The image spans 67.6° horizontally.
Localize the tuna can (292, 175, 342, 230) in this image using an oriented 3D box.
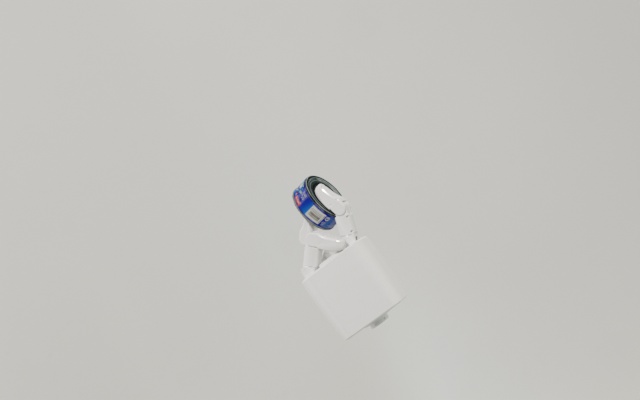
[{"bbox_3d":[0.000,0.002,0.743,0.034,0.086,0.086,-45,-25,28],"label":"tuna can"}]
